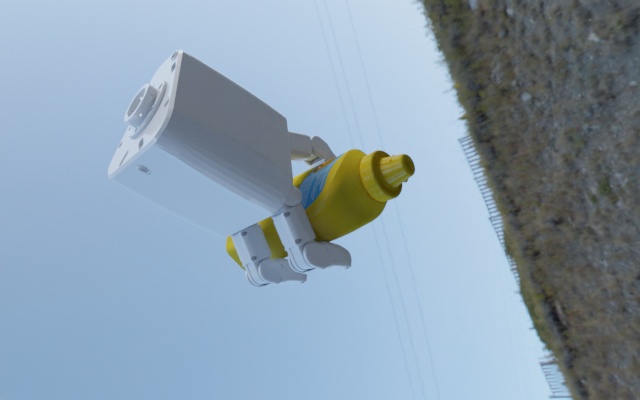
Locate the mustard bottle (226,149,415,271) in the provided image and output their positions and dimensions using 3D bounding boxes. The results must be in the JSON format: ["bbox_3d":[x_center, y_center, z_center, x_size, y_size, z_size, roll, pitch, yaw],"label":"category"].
[{"bbox_3d":[0.000,0.002,0.426,0.192,0.058,0.096,-24,23,40],"label":"mustard bottle"}]
